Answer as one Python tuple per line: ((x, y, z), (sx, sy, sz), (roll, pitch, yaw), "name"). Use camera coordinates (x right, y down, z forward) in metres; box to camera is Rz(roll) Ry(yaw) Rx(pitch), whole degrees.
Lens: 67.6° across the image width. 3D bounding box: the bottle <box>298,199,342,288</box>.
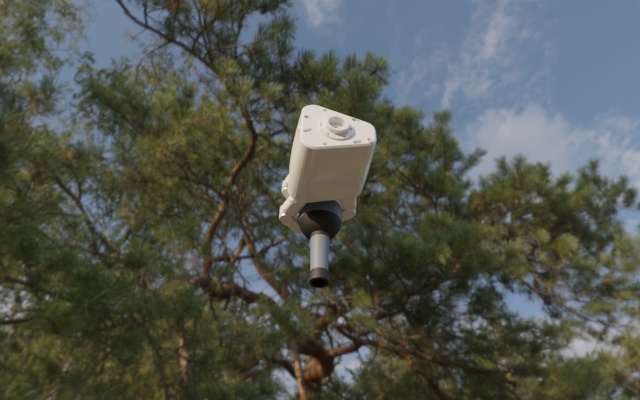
((0.000, 0.002, 0.746), (0.069, 0.295, 0.069), (1, -42, 1), "bottle")
